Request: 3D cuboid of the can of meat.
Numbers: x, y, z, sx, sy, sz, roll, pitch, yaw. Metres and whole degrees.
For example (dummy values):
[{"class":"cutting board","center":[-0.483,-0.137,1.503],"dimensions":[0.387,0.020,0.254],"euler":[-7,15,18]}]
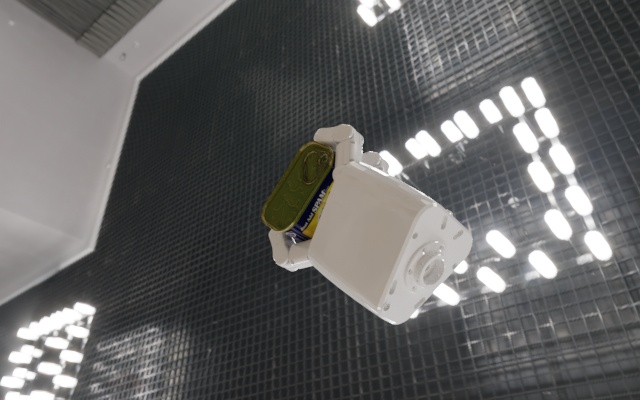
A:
[{"class":"can of meat","center":[0.000,0.002,0.516],"dimensions":[0.084,0.102,0.057],"euler":[34,-4,-41]}]
